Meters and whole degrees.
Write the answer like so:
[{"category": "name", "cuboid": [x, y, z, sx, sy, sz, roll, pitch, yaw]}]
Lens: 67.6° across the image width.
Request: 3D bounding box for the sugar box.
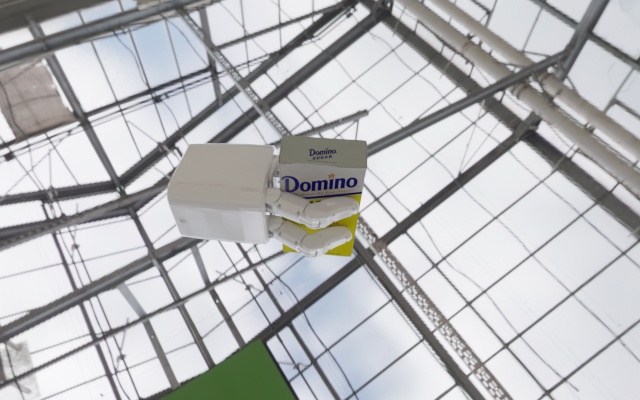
[{"category": "sugar box", "cuboid": [0.000, 0.002, 0.560, 0.093, 0.048, 0.176, 3, -35, 1]}]
